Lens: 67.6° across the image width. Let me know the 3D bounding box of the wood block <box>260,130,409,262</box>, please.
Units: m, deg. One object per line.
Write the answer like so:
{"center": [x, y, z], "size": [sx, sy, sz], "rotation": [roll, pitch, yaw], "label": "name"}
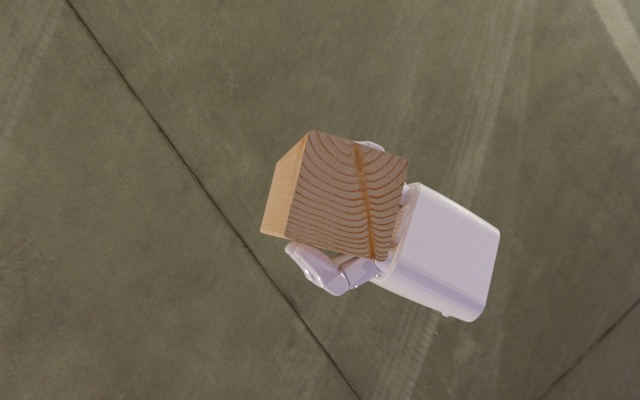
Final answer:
{"center": [0.001, 0.001, 0.483], "size": [0.090, 0.091, 0.206], "rotation": [15, -6, -11], "label": "wood block"}
